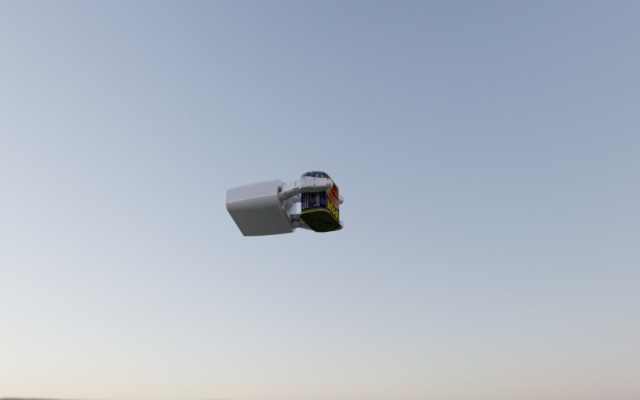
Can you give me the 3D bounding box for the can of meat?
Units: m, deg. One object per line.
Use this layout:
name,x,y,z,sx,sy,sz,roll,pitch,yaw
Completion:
can of meat,0.000,0.003,0.894,0.057,0.084,0.102,-10,-27,18
